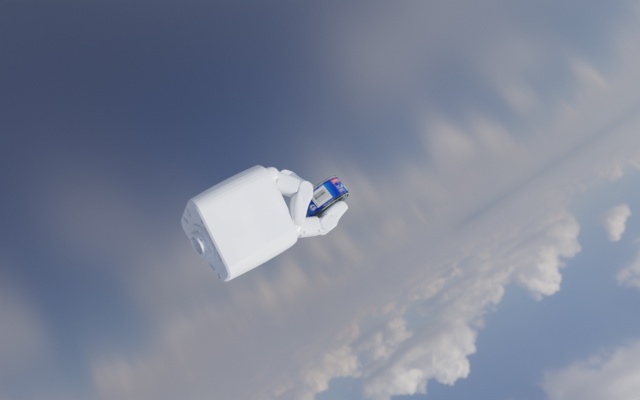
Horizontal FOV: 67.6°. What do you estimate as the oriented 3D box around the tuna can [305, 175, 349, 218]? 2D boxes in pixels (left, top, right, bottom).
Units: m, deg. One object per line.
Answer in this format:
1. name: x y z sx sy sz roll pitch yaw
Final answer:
1. tuna can: 0.001 0.003 0.703 0.086 0.033 0.086 -37 -8 -6
